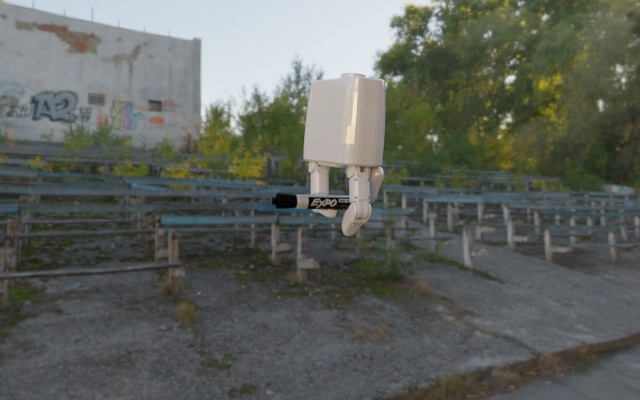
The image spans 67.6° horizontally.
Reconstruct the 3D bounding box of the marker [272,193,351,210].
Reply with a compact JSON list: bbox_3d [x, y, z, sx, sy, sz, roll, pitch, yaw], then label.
[{"bbox_3d":[0.000,0.002,0.582,0.121,0.020,0.020,2,-1,-21],"label":"marker"}]
